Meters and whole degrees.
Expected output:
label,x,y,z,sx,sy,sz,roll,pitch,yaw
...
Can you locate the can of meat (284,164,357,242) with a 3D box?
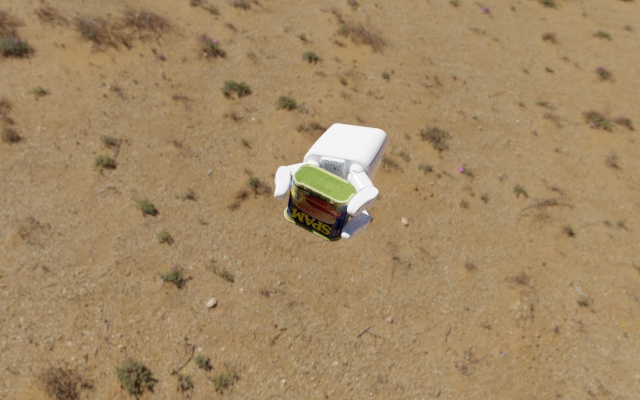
label,x,y,z,sx,sy,sz,roll,pitch,yaw
can of meat,0.000,0.002,0.732,0.102,0.084,0.057,27,45,13
